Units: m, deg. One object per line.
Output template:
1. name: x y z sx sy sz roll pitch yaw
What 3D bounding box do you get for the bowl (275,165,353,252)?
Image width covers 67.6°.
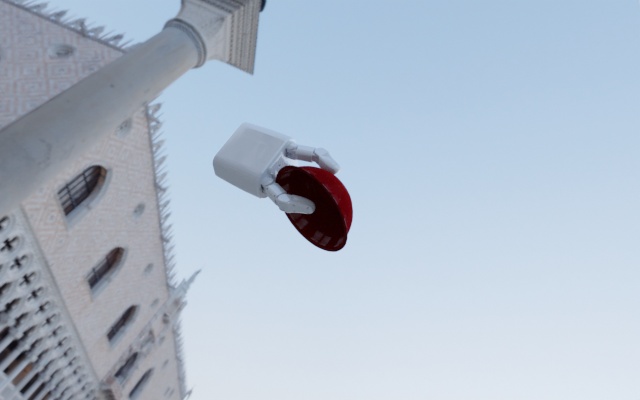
1. bowl: 0.001 0.003 0.776 0.055 0.162 0.162 -36 20 -30
